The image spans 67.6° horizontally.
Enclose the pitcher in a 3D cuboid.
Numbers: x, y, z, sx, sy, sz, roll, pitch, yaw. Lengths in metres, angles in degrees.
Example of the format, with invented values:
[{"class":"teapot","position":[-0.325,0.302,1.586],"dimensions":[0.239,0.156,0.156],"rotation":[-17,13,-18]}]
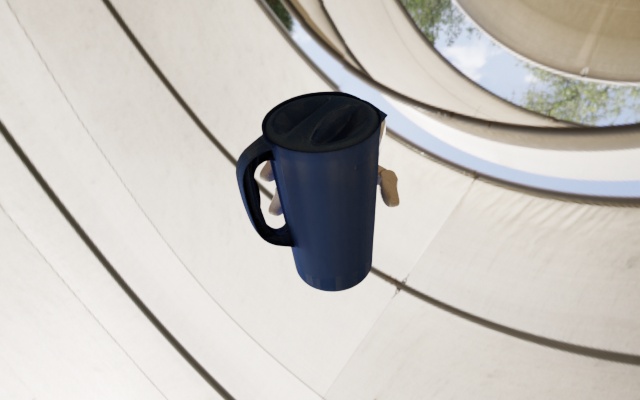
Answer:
[{"class":"pitcher","position":[0.000,0.002,0.593],"dimensions":[0.149,0.243,0.145],"rotation":[7,40,15]}]
